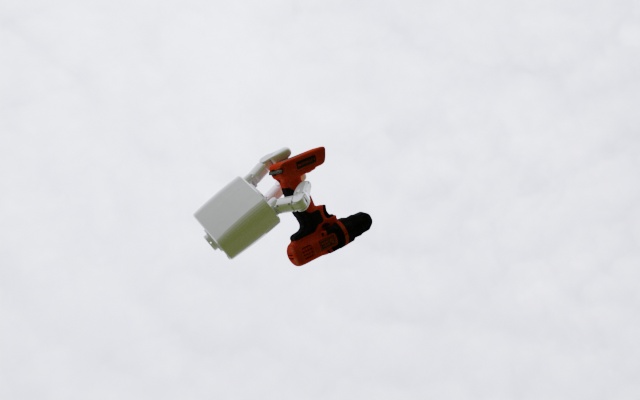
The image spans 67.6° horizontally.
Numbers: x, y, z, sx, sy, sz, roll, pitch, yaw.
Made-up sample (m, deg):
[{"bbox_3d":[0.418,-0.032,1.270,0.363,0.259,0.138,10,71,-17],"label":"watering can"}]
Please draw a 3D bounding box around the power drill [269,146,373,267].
[{"bbox_3d":[0.000,0.002,0.854,0.184,0.187,0.057,-24,9,-32],"label":"power drill"}]
